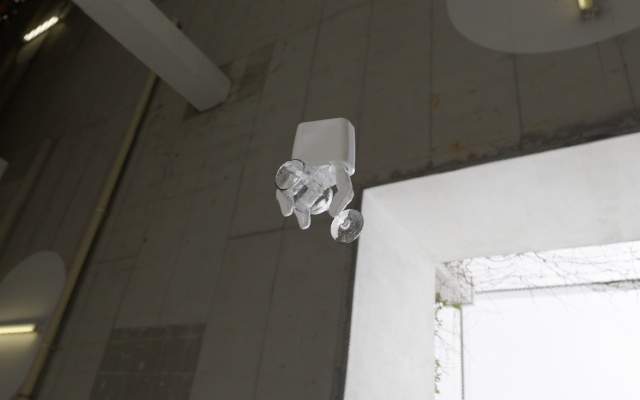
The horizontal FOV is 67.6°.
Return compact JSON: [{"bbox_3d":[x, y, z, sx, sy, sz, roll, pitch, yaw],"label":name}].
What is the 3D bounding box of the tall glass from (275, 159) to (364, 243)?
[{"bbox_3d":[0.001,0.003,0.874,0.079,0.079,0.201,0,-28,37],"label":"tall glass"}]
